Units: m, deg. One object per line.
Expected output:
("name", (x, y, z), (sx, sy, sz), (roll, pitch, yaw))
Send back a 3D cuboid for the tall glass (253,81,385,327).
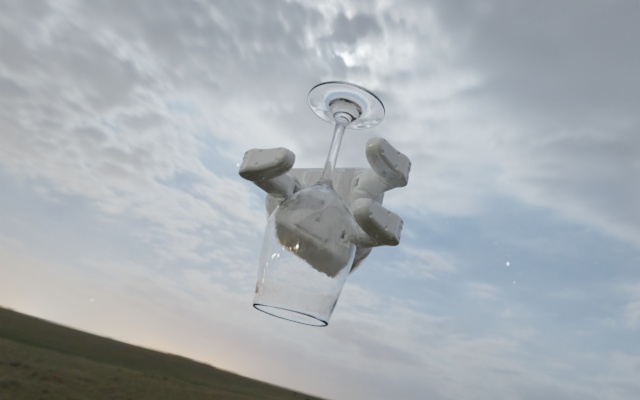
("tall glass", (0.000, 0.001, 0.411), (0.079, 0.201, 0.079), (13, -22, 5))
